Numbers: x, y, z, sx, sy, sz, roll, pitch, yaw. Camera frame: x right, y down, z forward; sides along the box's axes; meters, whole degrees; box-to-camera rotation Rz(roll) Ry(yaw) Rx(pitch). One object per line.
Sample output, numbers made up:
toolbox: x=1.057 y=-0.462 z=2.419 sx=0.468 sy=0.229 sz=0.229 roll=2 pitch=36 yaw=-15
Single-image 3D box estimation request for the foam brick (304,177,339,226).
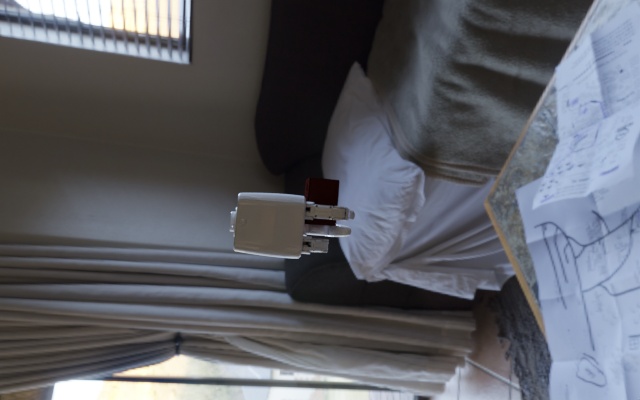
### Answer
foam brick: x=0.000 y=0.002 z=0.796 sx=0.051 sy=0.078 sz=0.053 roll=5 pitch=-4 yaw=-7
